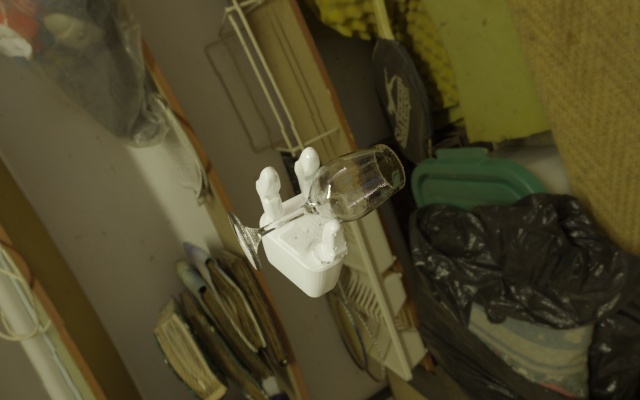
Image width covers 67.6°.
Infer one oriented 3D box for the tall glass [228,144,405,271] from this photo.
[{"bbox_3d":[0.000,0.002,0.553,0.201,0.079,0.079,-27,9,-17],"label":"tall glass"}]
